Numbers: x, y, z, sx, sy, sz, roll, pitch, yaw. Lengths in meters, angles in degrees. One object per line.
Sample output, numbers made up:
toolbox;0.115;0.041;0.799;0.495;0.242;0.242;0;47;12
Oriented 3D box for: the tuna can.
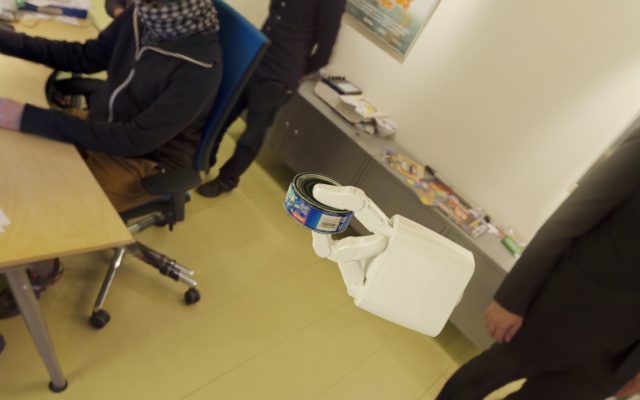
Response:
tuna can;0.000;0.001;0.585;0.086;0.034;0.086;17;30;-11
